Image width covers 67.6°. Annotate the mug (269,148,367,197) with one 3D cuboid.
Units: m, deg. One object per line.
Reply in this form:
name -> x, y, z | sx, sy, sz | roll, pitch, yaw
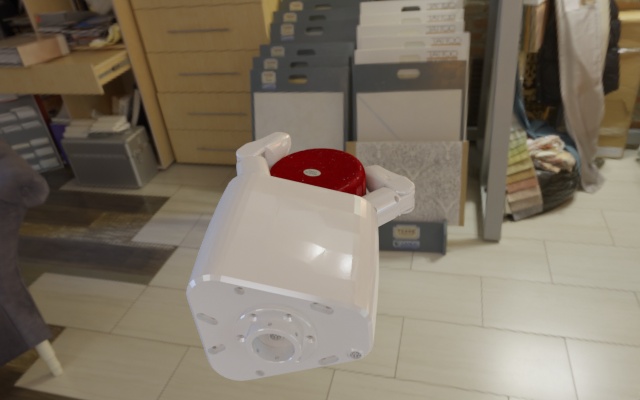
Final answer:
mug -> 0.000, 0.000, 0.420 | 0.093, 0.082, 0.117 | -1, 34, 7
